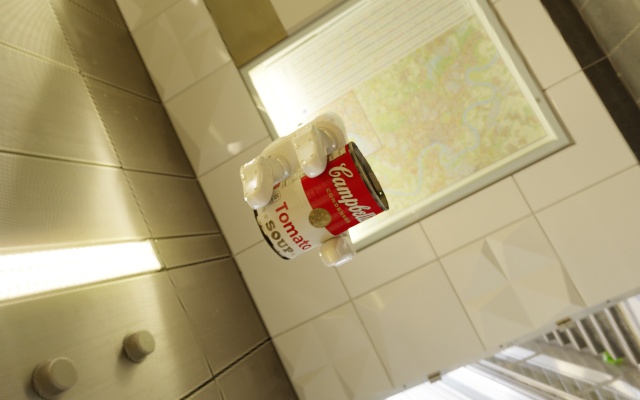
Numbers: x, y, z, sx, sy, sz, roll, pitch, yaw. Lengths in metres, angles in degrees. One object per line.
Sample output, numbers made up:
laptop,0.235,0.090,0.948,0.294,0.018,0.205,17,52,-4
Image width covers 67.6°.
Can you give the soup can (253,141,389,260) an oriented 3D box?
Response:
soup can,0.000,0.002,0.423,0.102,0.068,0.068,-28,-7,13
